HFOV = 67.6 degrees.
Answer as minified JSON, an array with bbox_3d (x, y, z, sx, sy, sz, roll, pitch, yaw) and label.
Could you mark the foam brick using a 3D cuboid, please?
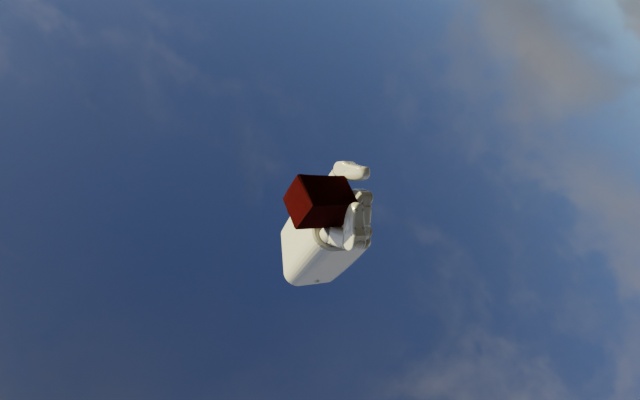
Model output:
[{"bbox_3d":[0.000,0.002,0.621,0.078,0.053,0.051,1,-38,-37],"label":"foam brick"}]
